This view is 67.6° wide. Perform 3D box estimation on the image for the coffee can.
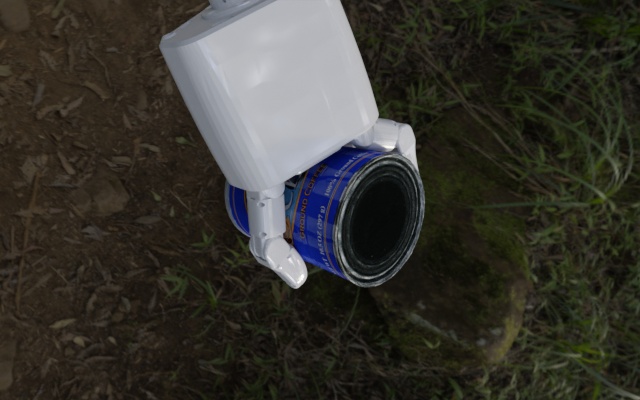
[{"bbox_3d":[0.000,0.001,0.403,0.103,0.103,0.140,0,12,-44],"label":"coffee can"}]
